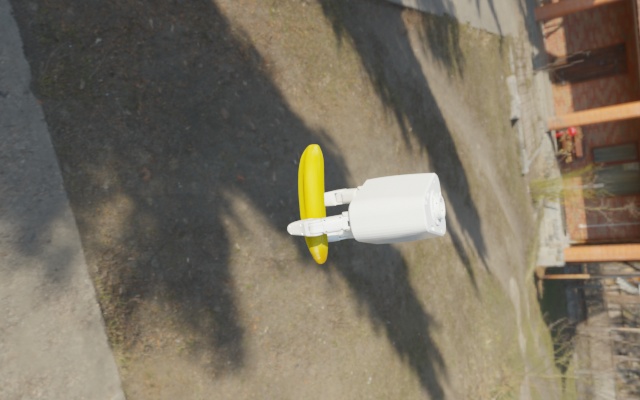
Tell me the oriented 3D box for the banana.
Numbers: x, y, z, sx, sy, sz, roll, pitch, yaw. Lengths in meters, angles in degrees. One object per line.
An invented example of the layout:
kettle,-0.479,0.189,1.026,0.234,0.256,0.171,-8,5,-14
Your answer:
banana,-0.008,-0.006,0.725,0.037,0.197,0.070,-8,-19,23
